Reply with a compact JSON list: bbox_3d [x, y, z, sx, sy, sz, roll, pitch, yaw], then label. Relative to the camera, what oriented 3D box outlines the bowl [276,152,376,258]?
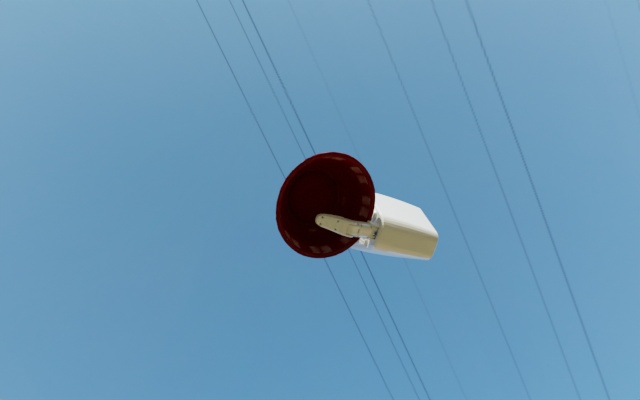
[{"bbox_3d":[-0.001,0.002,0.716,0.162,0.162,0.055,0,16,-26],"label":"bowl"}]
